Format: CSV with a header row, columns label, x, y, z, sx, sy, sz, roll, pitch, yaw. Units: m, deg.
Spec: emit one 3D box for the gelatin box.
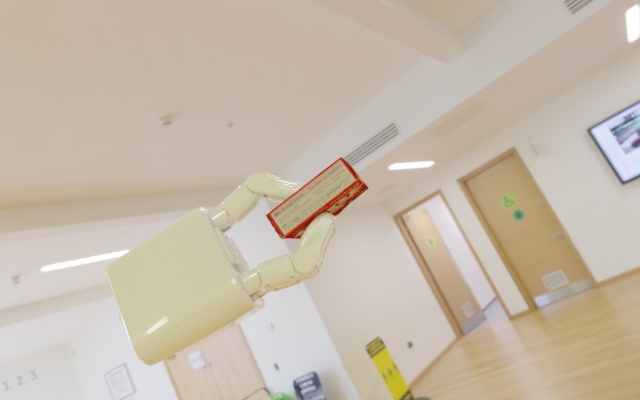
label,x,y,z,sx,sy,sz,roll,pitch,yaw
gelatin box,0.000,0.001,0.454,0.089,0.030,0.073,-38,-12,7
